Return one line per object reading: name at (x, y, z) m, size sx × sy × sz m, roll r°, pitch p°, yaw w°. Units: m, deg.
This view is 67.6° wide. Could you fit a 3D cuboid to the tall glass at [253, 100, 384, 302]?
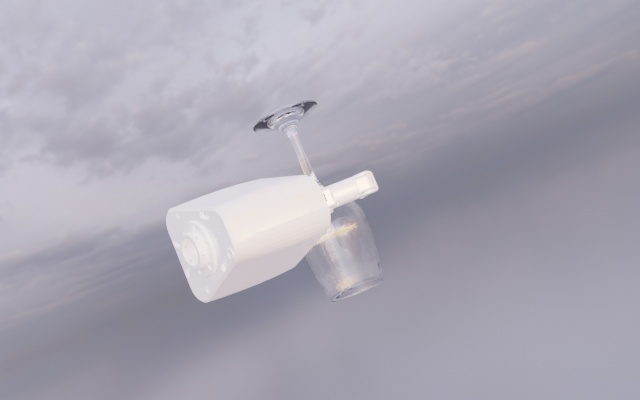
tall glass at (0.000, 0.001, 0.504) m, size 0.079 × 0.201 × 0.079 m, roll -23°, pitch -4°, yaw -2°
